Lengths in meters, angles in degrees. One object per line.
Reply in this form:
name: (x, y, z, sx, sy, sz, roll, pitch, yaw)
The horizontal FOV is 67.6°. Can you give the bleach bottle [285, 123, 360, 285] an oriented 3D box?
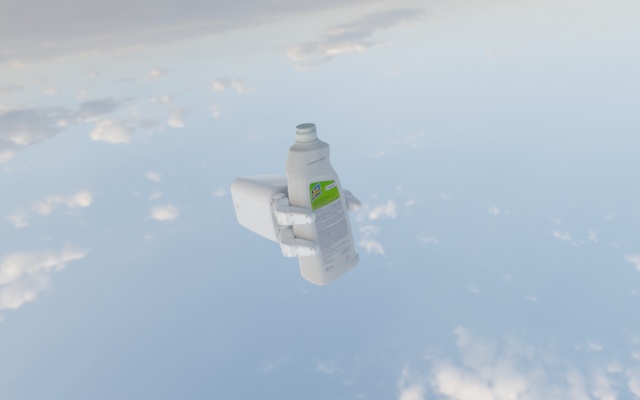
bleach bottle: (0.000, 0.003, 0.740, 0.102, 0.251, 0.068, -28, 32, -37)
